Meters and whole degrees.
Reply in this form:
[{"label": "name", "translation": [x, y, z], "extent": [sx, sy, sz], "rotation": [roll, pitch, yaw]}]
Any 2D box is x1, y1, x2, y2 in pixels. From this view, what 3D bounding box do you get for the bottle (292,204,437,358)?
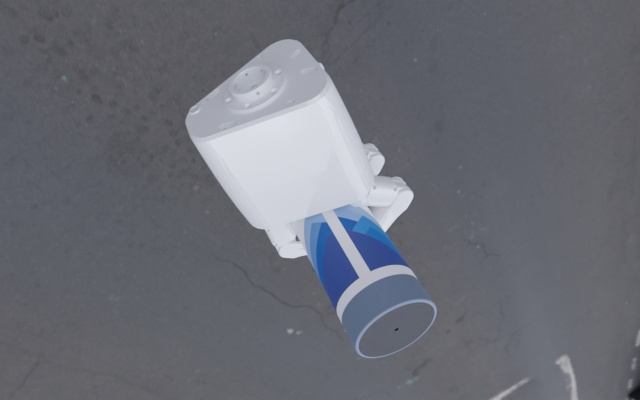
[{"label": "bottle", "translation": [0.000, 0.002, 0.444], "extent": [0.069, 0.069, 0.295], "rotation": [0, 39, -29]}]
